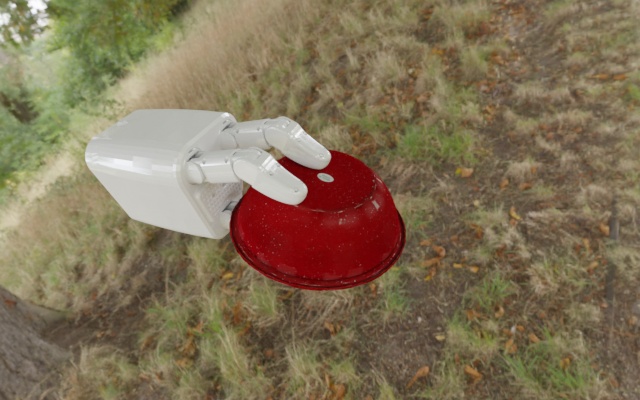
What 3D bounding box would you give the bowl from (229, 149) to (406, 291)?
[{"bbox_3d":[0.001,0.001,0.423,0.162,0.055,0.162,4,39,-3],"label":"bowl"}]
